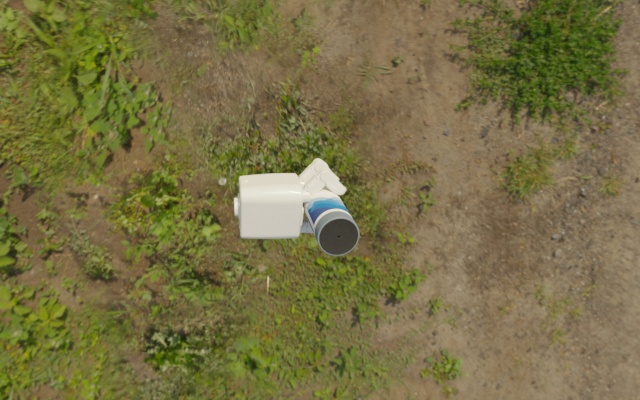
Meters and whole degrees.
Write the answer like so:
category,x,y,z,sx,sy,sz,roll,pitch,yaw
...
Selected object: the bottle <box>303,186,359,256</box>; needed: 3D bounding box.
category,x,y,z,sx,sy,sz,roll,pitch,yaw
bottle,0.000,0.003,0.867,0.069,0.069,0.295,0,21,-12
